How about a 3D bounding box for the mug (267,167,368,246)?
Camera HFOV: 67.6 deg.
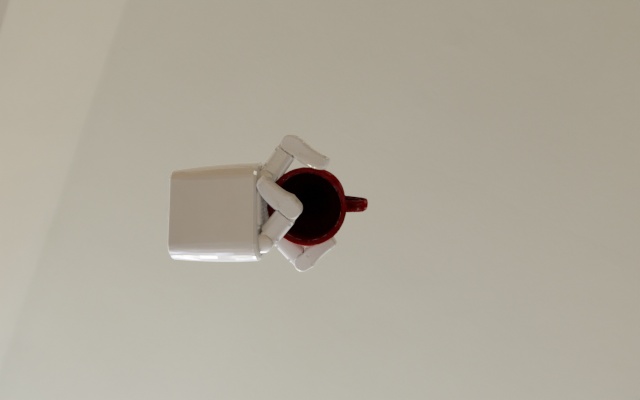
[{"bbox_3d":[0.002,0.002,0.593,0.117,0.093,0.081,-1,8,7],"label":"mug"}]
